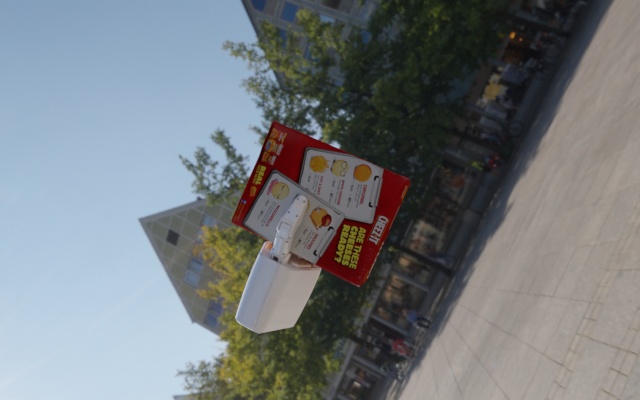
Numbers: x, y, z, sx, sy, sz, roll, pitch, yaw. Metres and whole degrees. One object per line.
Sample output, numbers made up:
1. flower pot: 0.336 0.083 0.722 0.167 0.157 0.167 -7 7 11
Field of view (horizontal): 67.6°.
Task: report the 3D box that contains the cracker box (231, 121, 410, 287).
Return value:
1. cracker box: 0.000 0.002 0.696 0.213 0.164 0.072 25 6 14
